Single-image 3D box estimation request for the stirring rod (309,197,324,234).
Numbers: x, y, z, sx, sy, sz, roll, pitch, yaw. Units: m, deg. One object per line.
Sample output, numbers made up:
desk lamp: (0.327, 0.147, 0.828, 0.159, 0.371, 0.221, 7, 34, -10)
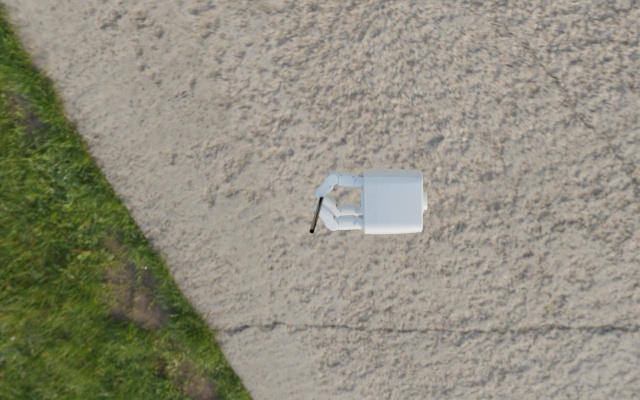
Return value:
stirring rod: (0.000, 0.003, 0.871, 0.011, 0.011, 0.239, 0, 23, 7)
